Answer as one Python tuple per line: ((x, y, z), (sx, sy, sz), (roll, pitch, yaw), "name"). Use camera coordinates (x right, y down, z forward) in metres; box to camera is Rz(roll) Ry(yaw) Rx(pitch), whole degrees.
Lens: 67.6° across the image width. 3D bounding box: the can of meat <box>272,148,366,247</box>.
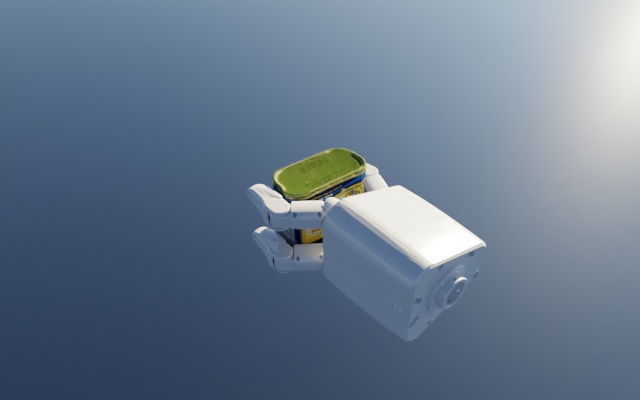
((0.000, 0.001, 0.498), (0.102, 0.084, 0.057), (-25, 45, -27), "can of meat")
